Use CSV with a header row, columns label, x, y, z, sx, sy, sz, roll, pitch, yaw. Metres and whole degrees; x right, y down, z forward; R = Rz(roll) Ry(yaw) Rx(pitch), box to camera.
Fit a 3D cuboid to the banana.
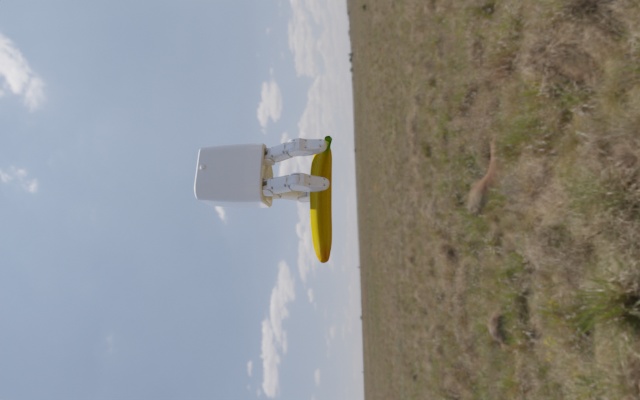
label,x,y,z,sx,sy,sz,roll,pitch,yaw
banana,0.001,-0.001,0.768,0.037,0.198,0.069,0,0,1
